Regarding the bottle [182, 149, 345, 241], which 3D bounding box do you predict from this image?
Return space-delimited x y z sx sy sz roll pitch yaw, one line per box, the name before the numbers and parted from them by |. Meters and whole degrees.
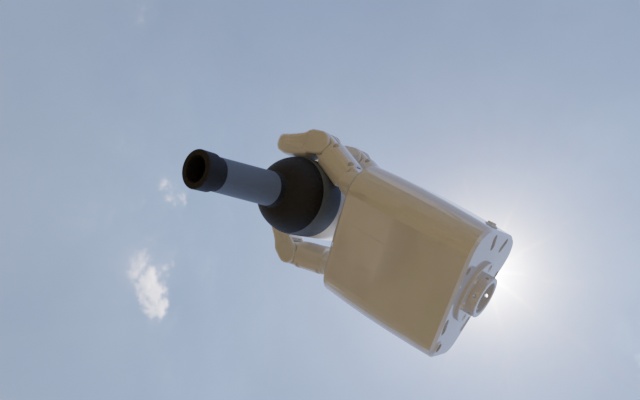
bottle | 0.000 0.001 0.433 0.069 0.069 0.296 0 -9 35
